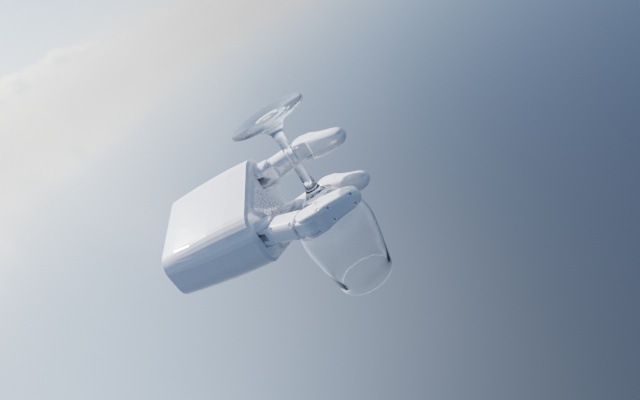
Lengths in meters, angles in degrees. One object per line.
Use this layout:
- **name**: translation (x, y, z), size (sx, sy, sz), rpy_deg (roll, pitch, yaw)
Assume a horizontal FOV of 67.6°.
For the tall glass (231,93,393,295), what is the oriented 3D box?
- **tall glass**: translation (0.000, 0.001, 0.465), size (0.079, 0.201, 0.079), rpy_deg (-27, 25, 13)
